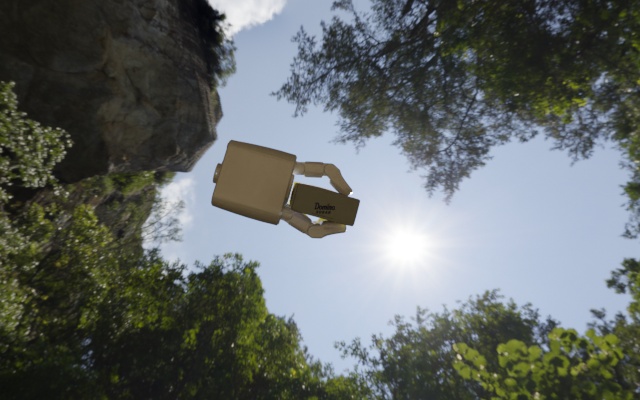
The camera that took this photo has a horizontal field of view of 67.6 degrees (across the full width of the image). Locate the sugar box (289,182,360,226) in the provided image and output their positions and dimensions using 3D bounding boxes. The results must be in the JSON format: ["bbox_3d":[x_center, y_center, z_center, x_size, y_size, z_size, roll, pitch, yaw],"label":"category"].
[{"bbox_3d":[0.000,0.003,0.743,0.093,0.048,0.176,15,4,-5],"label":"sugar box"}]
